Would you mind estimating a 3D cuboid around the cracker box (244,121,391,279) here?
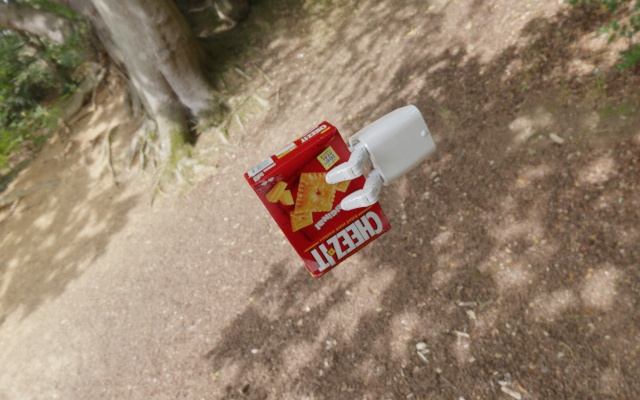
[{"bbox_3d":[0.000,0.002,0.799,0.164,0.214,0.072,-34,26,-4],"label":"cracker box"}]
